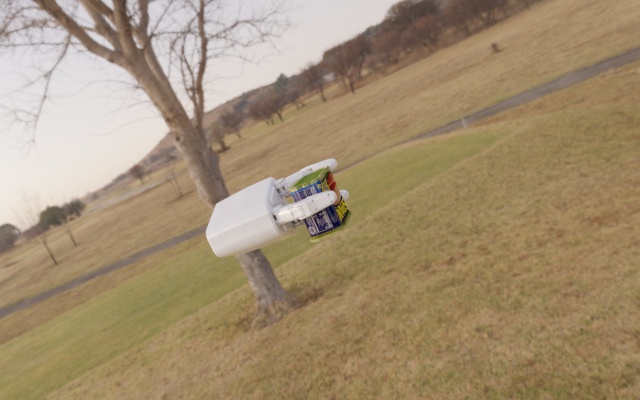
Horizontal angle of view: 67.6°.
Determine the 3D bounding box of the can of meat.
[{"bbox_3d":[0.000,0.002,0.709,0.057,0.084,0.102,-22,10,16],"label":"can of meat"}]
